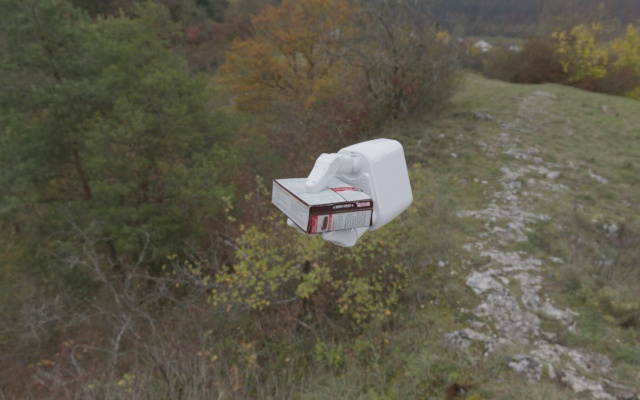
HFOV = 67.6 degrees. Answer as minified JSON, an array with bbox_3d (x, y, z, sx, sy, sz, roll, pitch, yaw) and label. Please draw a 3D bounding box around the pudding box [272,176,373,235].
[{"bbox_3d":[0.000,0.002,0.597,0.090,0.039,0.113,-6,20,-26],"label":"pudding box"}]
